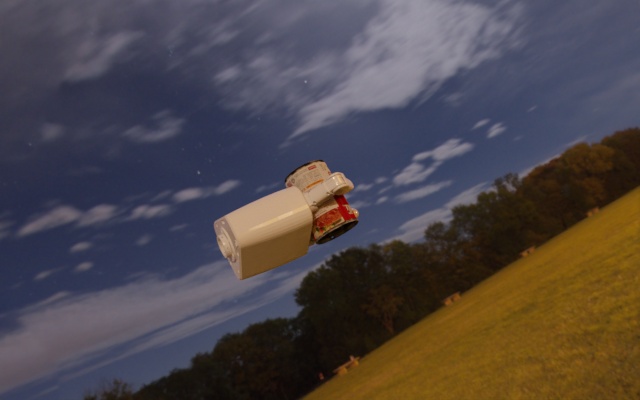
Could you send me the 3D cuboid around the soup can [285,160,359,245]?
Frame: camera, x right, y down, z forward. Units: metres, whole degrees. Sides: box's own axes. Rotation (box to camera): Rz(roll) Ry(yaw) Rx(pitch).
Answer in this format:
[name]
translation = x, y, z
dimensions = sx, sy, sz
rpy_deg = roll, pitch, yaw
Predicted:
[soup can]
translation = 0.000, 0.002, 0.678
dimensions = 0.068, 0.102, 0.068
rpy_deg = -27, -15, -8
